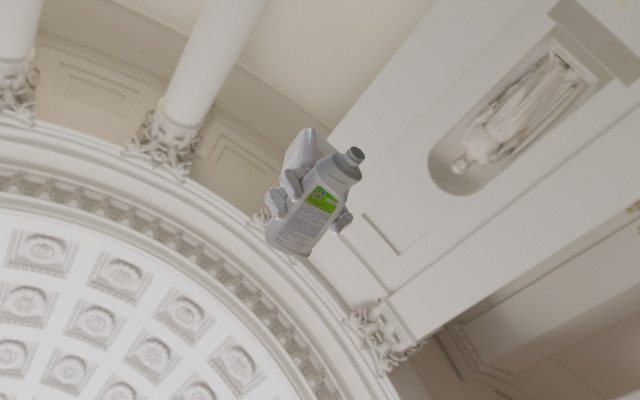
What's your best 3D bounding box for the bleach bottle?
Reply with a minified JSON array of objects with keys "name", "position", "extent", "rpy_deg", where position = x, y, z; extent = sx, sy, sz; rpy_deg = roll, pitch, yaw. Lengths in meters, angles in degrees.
[{"name":"bleach bottle","position":[0.000,0.003,0.831],"extent":[0.102,0.068,0.251],"rpy_deg":[24,-49,-22]}]
